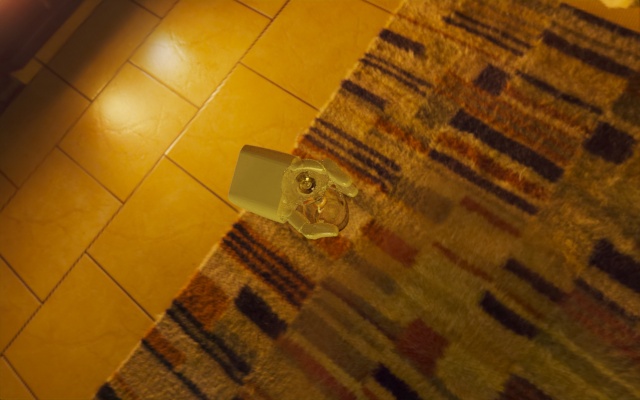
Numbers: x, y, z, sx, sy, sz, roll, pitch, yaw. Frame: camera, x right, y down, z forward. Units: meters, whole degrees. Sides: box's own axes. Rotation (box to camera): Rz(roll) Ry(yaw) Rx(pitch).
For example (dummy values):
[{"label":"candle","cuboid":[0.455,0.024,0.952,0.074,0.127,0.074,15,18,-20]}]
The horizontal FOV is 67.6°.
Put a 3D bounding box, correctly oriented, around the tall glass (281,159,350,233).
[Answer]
[{"label":"tall glass","cuboid":[0.000,0.003,0.802,0.079,0.079,0.201,0,-18,15]}]
